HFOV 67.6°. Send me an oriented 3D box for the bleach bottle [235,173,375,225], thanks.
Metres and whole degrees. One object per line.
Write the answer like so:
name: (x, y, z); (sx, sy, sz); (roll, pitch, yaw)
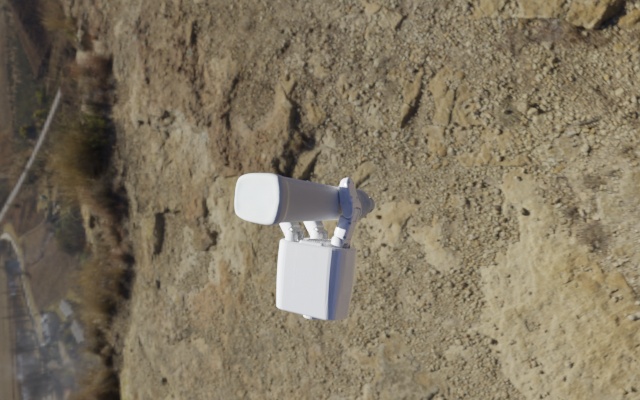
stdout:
bleach bottle: (0.000, 0.002, 0.719); (0.102, 0.068, 0.251); (6, 2, 44)
